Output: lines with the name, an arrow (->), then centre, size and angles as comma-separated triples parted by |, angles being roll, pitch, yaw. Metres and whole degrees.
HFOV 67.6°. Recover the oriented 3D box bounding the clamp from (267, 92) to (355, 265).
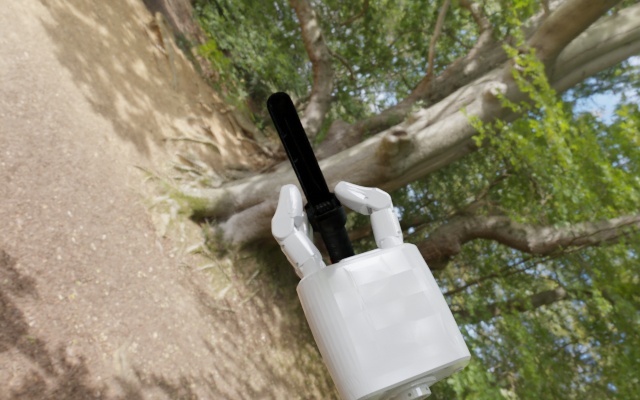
clamp -> 0.001, 0.002, 0.483 | 0.036, 0.164, 0.210 | -22, -31, -1
